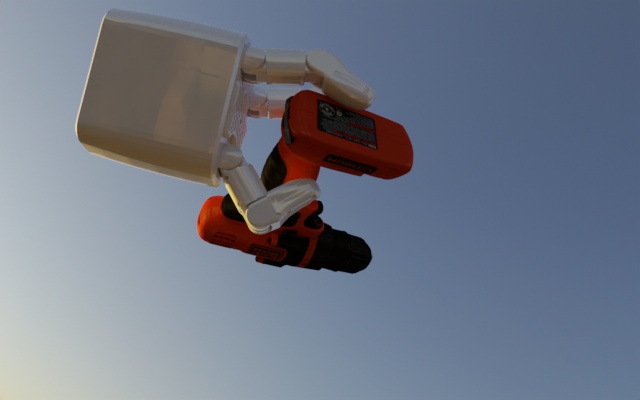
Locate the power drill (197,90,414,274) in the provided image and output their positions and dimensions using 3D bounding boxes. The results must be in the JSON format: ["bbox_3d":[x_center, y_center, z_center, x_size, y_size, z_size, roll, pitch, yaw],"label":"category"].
[{"bbox_3d":[0.000,0.001,0.429,0.184,0.057,0.188,15,-42,-23],"label":"power drill"}]
